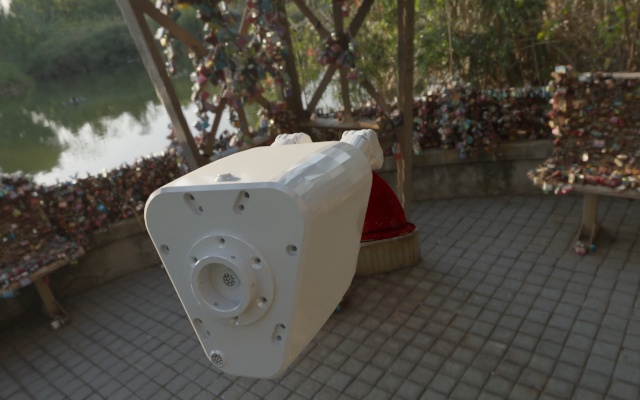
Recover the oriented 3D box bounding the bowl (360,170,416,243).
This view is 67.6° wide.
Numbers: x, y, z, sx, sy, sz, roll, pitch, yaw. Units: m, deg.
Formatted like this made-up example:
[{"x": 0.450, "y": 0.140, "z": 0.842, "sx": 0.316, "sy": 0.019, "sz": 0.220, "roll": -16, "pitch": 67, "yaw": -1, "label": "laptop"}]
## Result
[{"x": 0.000, "y": 0.001, "z": 0.418, "sx": 0.162, "sy": 0.055, "sz": 0.162, "roll": -3, "pitch": 3, "yaw": 0, "label": "bowl"}]
